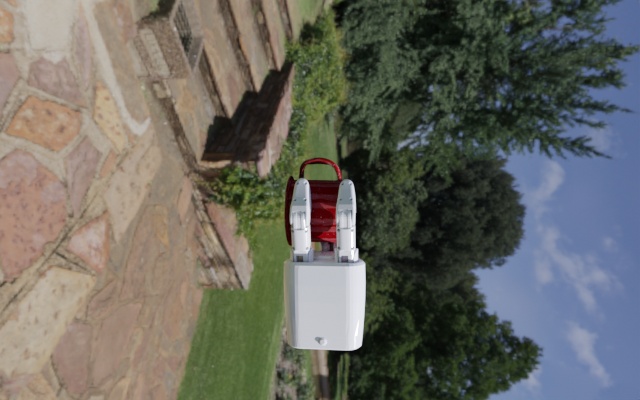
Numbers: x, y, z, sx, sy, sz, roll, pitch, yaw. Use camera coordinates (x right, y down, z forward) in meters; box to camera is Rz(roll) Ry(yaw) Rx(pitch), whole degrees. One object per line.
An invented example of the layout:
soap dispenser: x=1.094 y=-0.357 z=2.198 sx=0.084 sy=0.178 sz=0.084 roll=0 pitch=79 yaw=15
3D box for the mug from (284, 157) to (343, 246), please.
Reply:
mug: x=0.000 y=0.001 z=0.630 sx=0.081 sy=0.117 sz=0.093 roll=0 pitch=5 yaw=5
